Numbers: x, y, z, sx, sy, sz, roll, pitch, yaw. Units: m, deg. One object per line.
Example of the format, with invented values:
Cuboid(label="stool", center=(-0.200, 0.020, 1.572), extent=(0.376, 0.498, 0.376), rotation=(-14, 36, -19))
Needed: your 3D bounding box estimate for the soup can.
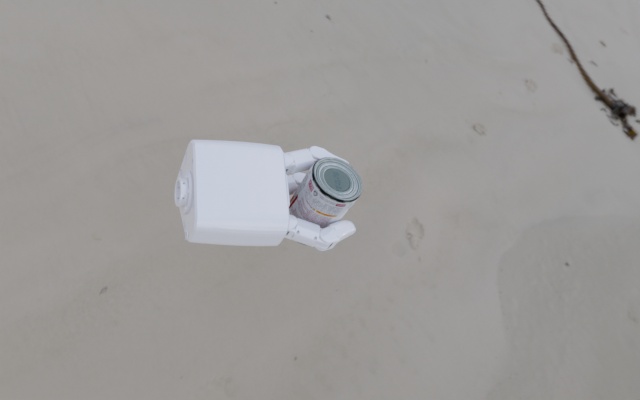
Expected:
Cuboid(label="soup can", center=(0.001, 0.002, 0.597), extent=(0.068, 0.068, 0.102), rotation=(0, -35, -30))
